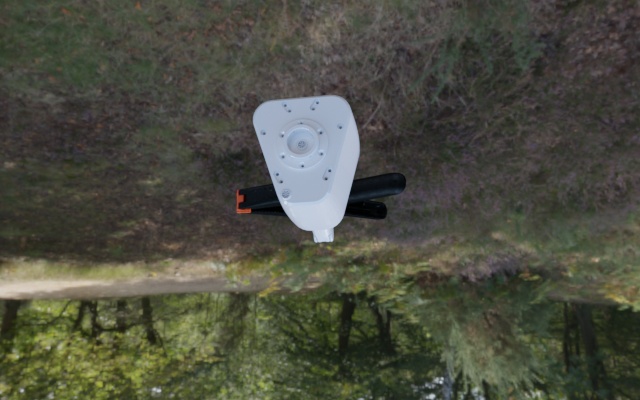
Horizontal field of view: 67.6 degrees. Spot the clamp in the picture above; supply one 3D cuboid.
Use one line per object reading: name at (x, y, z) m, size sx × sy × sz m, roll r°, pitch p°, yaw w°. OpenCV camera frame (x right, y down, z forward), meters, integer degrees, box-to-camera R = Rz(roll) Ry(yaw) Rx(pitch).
clamp at (0.000, 0.003, 0.616) m, size 0.210 × 0.036 × 0.164 m, roll -3°, pitch -15°, yaw 6°
